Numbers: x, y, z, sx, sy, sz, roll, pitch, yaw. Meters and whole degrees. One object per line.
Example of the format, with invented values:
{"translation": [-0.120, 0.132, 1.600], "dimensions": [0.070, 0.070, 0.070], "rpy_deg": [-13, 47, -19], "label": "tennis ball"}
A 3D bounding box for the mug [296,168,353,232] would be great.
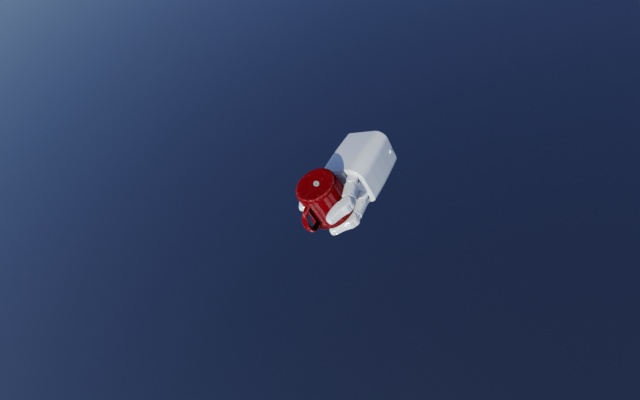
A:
{"translation": [-0.001, 0.004, 0.889], "dimensions": [0.093, 0.117, 0.081], "rpy_deg": [14, -28, 38], "label": "mug"}
